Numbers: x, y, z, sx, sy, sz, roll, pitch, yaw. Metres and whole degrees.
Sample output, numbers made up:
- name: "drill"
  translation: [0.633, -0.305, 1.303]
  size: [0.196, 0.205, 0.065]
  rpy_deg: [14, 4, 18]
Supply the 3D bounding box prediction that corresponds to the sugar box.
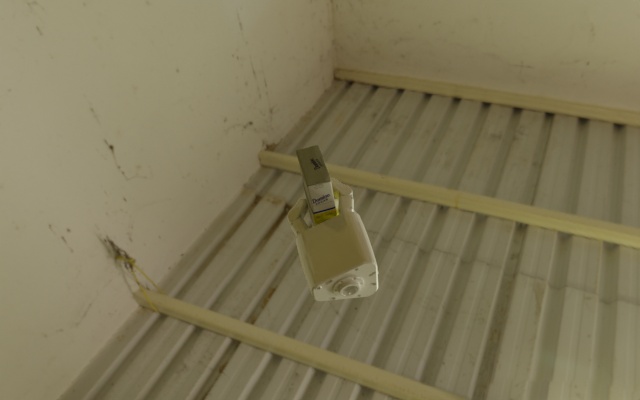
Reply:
- name: "sugar box"
  translation: [0.001, 0.003, 0.818]
  size: [0.048, 0.176, 0.093]
  rpy_deg: [-13, 46, -5]
